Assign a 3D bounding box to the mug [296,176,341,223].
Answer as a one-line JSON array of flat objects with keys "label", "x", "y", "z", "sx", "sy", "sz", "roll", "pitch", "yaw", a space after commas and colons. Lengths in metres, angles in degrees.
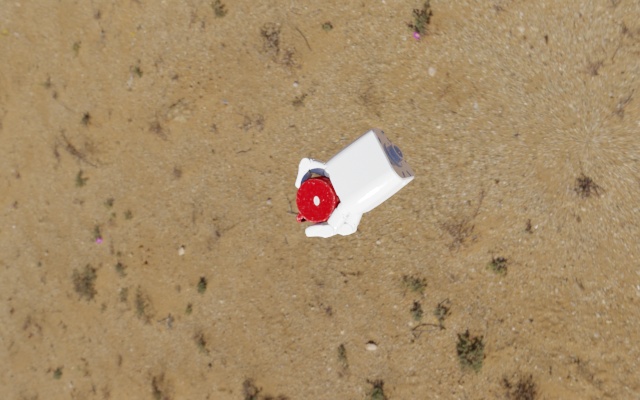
[{"label": "mug", "x": -0.001, "y": 0.004, "z": 0.866, "sx": 0.117, "sy": 0.093, "sz": 0.081, "roll": -37, "pitch": -12, "yaw": 26}]
